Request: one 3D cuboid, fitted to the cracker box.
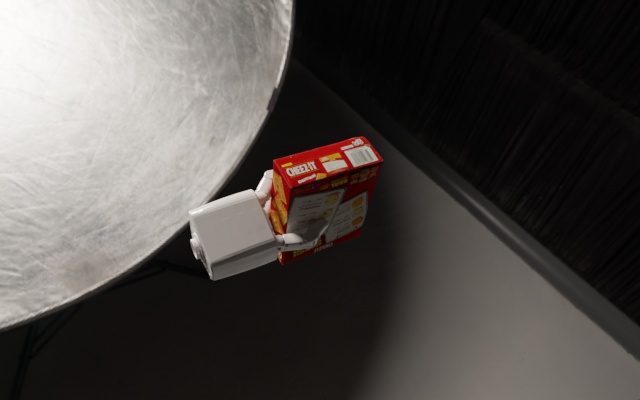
[{"bbox_3d":[0.000,0.003,0.810,0.164,0.072,0.214,-18,-33,-22],"label":"cracker box"}]
